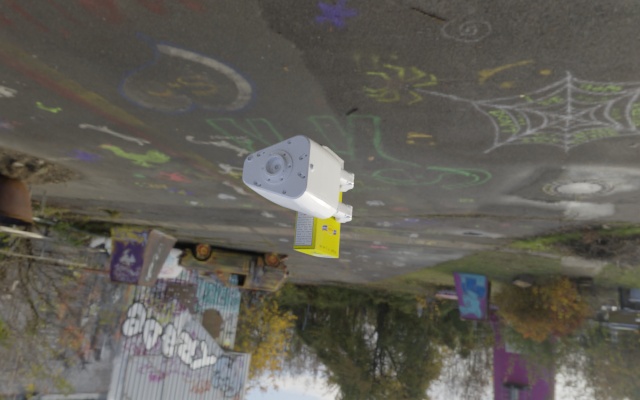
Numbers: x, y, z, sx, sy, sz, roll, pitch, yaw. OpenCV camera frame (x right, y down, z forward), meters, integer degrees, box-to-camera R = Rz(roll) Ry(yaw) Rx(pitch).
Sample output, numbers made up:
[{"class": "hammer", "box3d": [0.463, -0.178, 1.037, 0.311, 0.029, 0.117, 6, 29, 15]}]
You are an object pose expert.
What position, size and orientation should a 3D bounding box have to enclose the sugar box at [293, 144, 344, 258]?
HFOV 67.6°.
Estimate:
[{"class": "sugar box", "box3d": [0.001, 0.003, 0.800, 0.048, 0.176, 0.093, -1, -14, 27]}]
